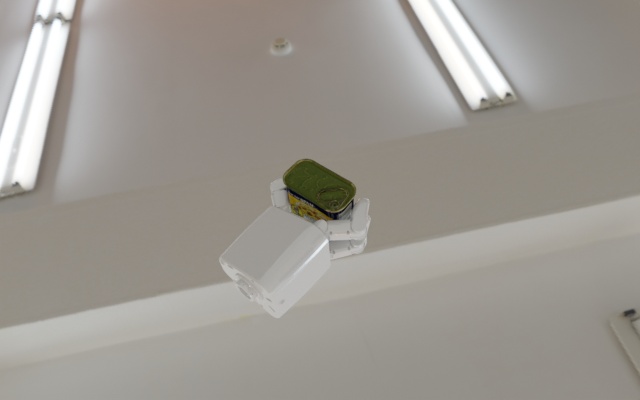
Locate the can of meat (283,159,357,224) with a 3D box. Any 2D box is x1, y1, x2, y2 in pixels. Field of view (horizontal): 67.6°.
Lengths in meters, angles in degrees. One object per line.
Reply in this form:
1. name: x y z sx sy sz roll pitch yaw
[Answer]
1. can of meat: 0.000 0.002 0.675 0.102 0.057 0.084 31 -29 24
